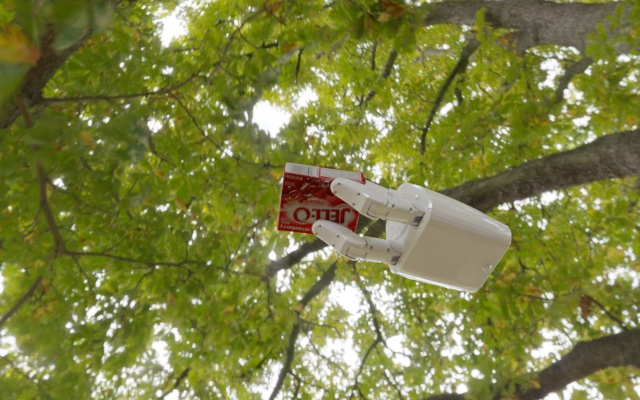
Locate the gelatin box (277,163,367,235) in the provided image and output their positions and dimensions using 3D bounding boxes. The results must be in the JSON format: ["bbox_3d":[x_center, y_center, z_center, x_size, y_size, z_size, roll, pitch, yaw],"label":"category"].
[{"bbox_3d":[0.000,0.001,0.528,0.089,0.073,0.030,8,29,-3],"label":"gelatin box"}]
